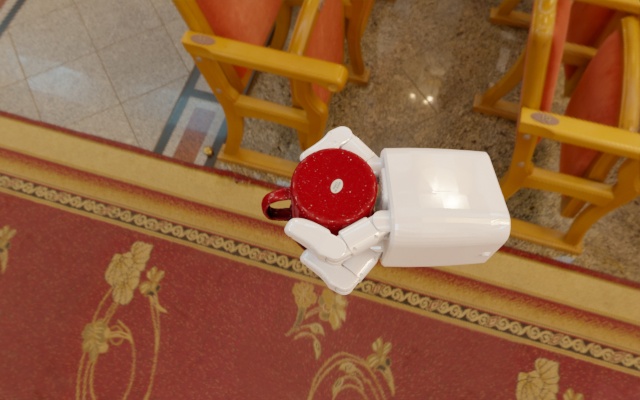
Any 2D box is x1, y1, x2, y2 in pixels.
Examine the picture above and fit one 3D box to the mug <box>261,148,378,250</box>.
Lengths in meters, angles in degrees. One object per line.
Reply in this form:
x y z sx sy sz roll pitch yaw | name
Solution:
-0.001 0.001 0.473 0.117 0.093 0.081 -1 -25 -1 | mug
